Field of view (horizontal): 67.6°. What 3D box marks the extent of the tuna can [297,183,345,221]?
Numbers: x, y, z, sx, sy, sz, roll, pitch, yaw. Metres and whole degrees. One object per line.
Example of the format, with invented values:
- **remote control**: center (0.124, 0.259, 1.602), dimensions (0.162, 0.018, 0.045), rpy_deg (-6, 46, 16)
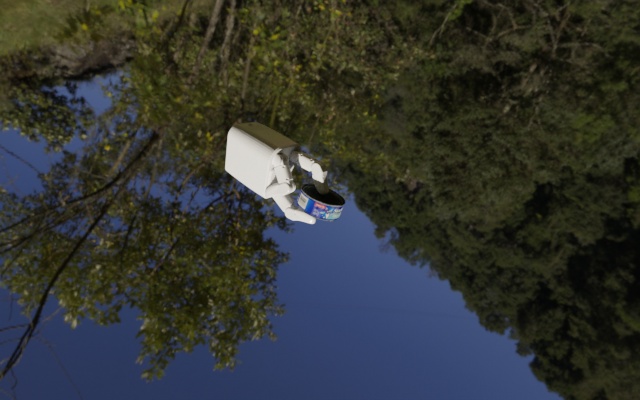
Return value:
- **tuna can**: center (0.000, 0.003, 0.878), dimensions (0.086, 0.034, 0.086), rpy_deg (18, 20, -7)
